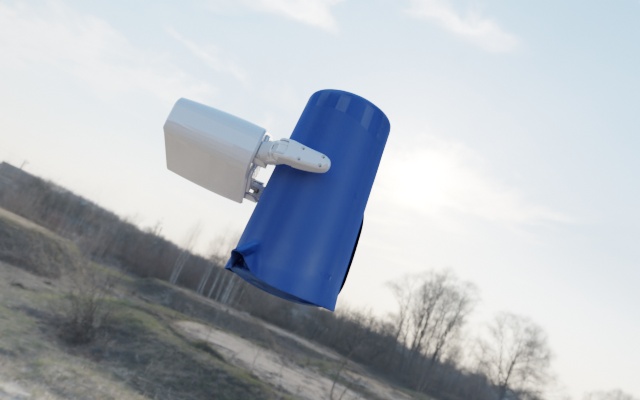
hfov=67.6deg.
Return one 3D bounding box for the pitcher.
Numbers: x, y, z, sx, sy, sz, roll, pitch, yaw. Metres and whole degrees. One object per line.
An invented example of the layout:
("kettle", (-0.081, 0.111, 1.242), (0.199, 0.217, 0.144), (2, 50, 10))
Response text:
("pitcher", (0.000, 0.002, 0.570), (0.145, 0.242, 0.149), (23, -12, -3))
